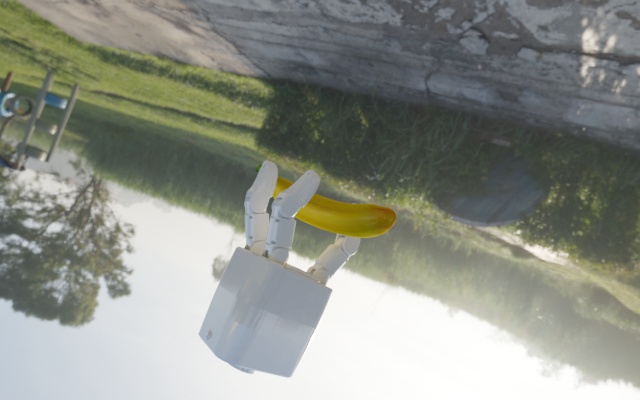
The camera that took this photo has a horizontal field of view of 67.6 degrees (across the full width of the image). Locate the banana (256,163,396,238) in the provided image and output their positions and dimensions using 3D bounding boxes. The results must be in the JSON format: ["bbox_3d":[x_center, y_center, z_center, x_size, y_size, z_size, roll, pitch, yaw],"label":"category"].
[{"bbox_3d":[0.006,0.010,0.525,0.197,0.037,0.070,19,-17,38],"label":"banana"}]
